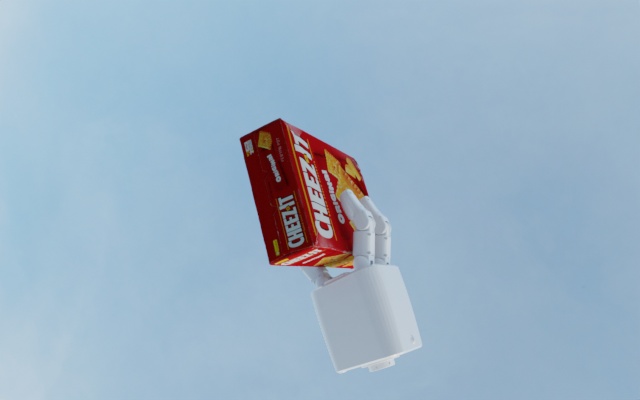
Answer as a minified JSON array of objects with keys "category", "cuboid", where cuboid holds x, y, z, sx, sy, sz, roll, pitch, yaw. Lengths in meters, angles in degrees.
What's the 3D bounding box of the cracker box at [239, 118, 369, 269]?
[{"category":"cracker box","cuboid":[0.000,0.002,0.632,0.072,0.164,0.214,-24,-20,23]}]
